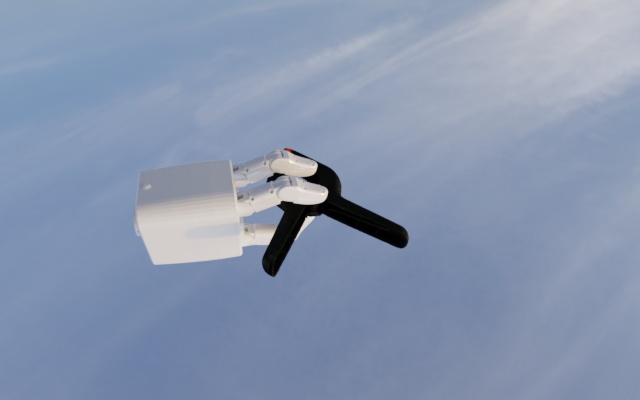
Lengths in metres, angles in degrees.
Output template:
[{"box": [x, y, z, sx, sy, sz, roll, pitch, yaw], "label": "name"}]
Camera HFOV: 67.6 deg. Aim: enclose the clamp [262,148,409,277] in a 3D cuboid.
[{"box": [0.000, 0.002, 0.573, 0.164, 0.036, 0.209, -5, 39, -13], "label": "clamp"}]
